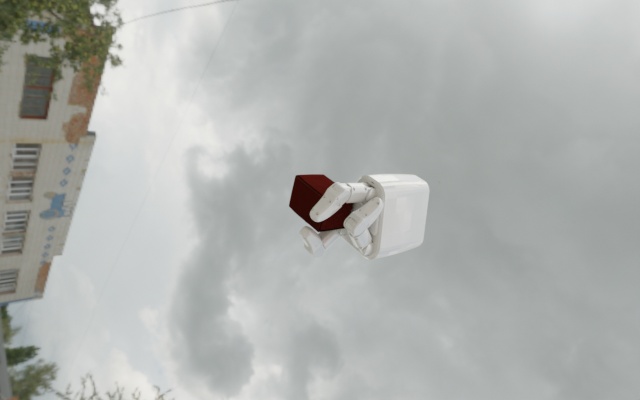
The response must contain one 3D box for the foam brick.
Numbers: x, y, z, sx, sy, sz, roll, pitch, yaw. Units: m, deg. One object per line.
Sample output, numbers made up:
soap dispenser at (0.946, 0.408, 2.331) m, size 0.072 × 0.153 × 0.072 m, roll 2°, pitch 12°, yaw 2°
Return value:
foam brick at (0.000, 0.002, 0.681) m, size 0.051 × 0.053 × 0.078 m, roll -7°, pitch 33°, yaw -40°
